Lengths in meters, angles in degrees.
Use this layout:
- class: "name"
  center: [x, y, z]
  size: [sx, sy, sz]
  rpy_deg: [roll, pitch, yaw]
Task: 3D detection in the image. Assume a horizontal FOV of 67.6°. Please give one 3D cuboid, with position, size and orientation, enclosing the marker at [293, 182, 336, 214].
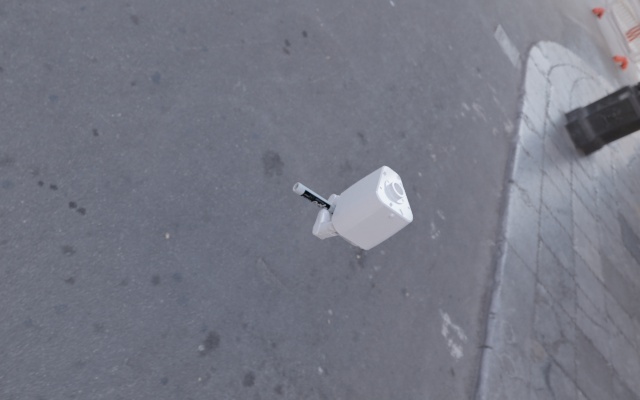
- class: "marker"
  center: [0.000, 0.003, 0.892]
  size: [0.121, 0.020, 0.020]
  rpy_deg: [32, -17, -29]
